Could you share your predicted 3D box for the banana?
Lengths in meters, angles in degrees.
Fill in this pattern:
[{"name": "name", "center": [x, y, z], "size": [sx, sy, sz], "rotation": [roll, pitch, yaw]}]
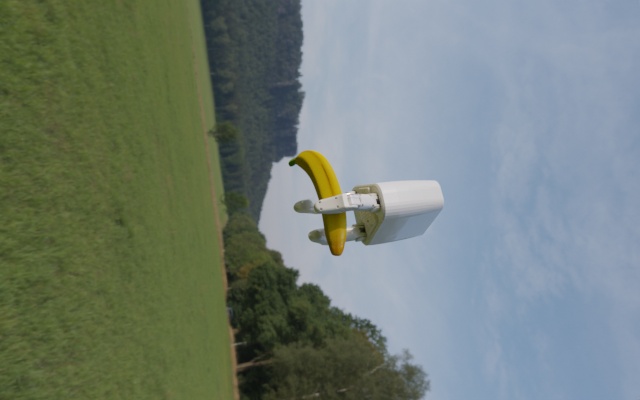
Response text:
[{"name": "banana", "center": [0.004, -0.013, 0.716], "size": [0.037, 0.197, 0.070], "rotation": [-5, -40, -26]}]
